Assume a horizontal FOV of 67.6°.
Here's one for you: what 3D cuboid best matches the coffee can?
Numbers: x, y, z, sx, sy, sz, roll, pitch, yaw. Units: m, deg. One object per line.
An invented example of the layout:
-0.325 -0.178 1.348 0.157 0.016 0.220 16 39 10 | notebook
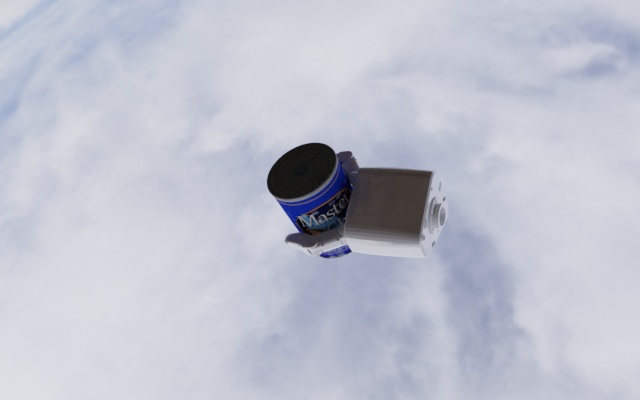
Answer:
0.000 0.002 0.684 0.103 0.102 0.140 0 -39 29 | coffee can
